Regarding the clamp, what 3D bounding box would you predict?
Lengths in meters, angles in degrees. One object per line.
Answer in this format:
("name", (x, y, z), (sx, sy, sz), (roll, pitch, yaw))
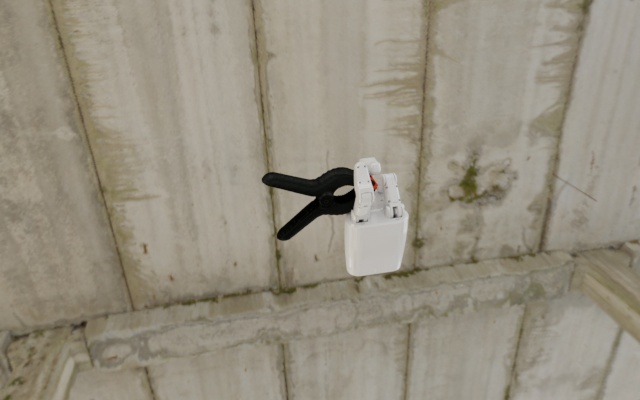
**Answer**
("clamp", (0.000, 0.002, 0.720), (0.171, 0.120, 0.039), (-6, 41, -9))
